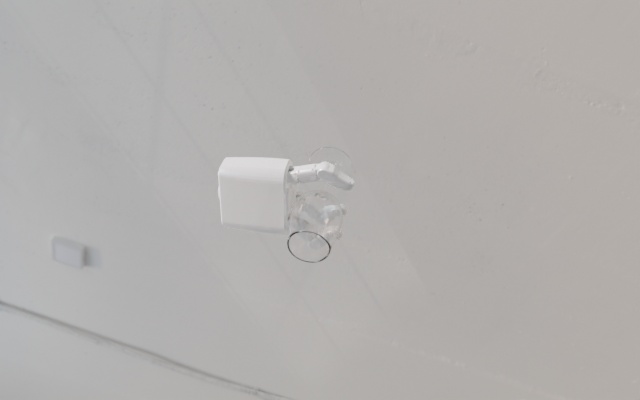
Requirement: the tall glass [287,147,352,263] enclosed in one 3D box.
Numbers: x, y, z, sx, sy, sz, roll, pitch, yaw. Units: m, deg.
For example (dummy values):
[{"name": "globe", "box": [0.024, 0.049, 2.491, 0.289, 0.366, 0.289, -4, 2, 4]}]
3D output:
[{"name": "tall glass", "box": [0.000, 0.002, 0.736, 0.079, 0.079, 0.201, 0, 39, 12]}]
